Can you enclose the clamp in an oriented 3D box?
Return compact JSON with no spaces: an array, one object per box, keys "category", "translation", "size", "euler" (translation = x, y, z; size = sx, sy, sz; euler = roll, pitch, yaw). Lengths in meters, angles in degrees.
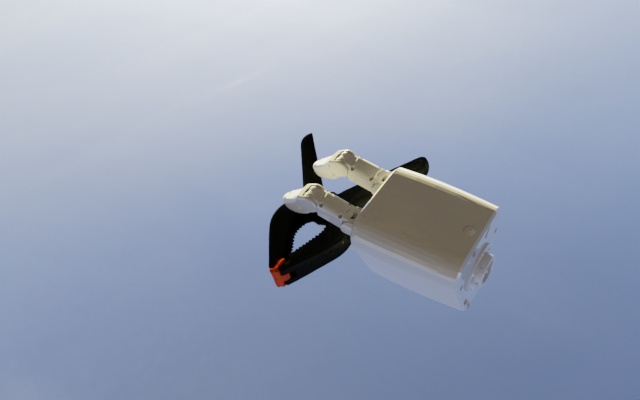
[{"category":"clamp","translation":[0.000,0.003,0.527],"size":[0.164,0.036,0.210],"euler":[22,56,32]}]
